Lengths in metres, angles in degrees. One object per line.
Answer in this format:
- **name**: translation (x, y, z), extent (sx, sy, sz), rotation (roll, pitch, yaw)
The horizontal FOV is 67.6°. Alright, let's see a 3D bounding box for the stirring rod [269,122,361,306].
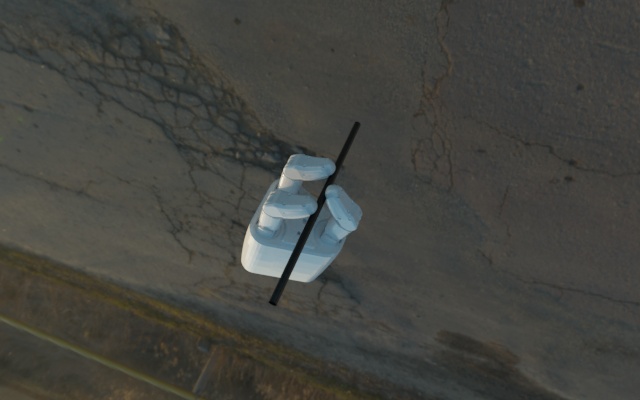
- **stirring rod**: translation (0.000, 0.002, 0.495), extent (0.011, 0.239, 0.011), rotation (17, -34, 12)
